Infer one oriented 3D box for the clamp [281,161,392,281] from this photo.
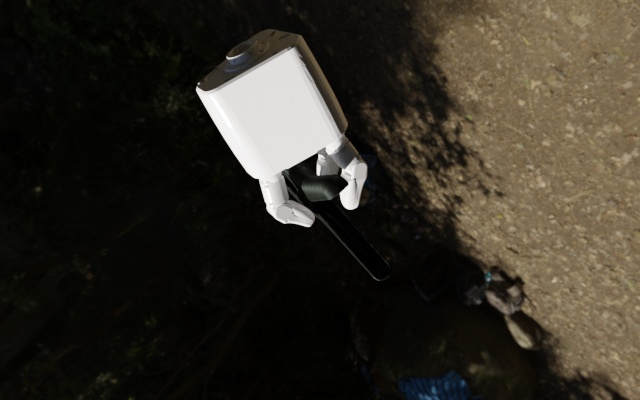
[{"bbox_3d":[-0.001,0.002,0.561,0.036,0.165,0.210,-39,37,-10],"label":"clamp"}]
